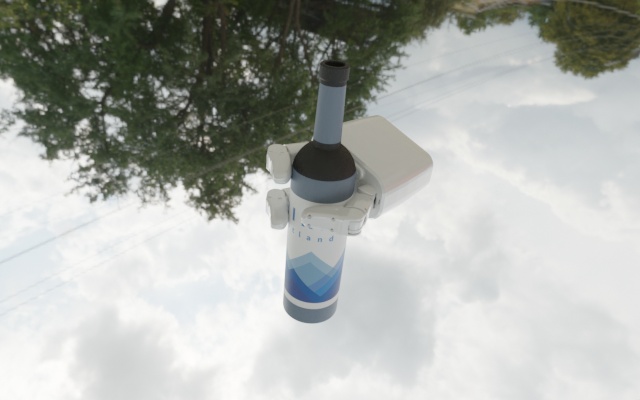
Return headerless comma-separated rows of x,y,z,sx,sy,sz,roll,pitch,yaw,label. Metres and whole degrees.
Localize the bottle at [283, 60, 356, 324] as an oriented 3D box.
0.000,0.002,0.507,0.069,0.296,0.069,4,31,-3,bottle
